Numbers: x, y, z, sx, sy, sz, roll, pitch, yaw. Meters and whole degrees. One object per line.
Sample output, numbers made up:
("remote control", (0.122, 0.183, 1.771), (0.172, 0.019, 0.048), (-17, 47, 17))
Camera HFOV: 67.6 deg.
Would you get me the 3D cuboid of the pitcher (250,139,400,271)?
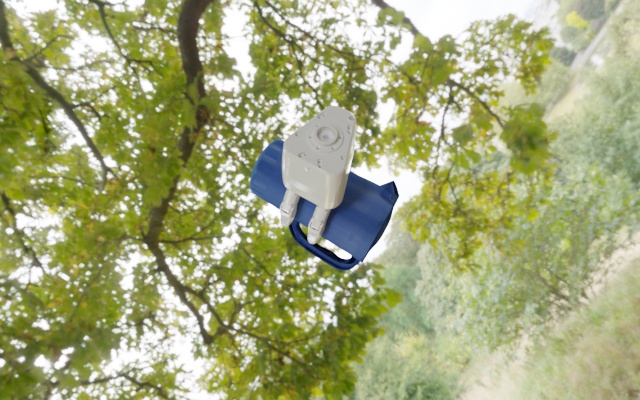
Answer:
("pitcher", (0.000, 0.003, 0.828), (0.243, 0.149, 0.145), (28, -21, 10))
